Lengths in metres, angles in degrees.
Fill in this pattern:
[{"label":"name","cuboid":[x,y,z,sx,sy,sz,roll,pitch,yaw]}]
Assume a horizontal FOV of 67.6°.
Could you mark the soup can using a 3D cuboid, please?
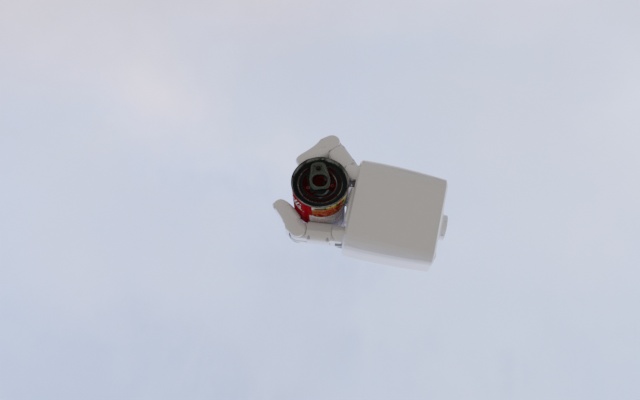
[{"label":"soup can","cuboid":[0.000,0.002,0.592,0.068,0.068,0.102,0,-29,1]}]
